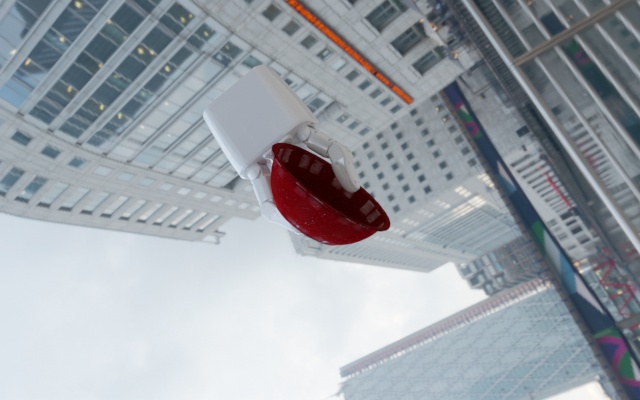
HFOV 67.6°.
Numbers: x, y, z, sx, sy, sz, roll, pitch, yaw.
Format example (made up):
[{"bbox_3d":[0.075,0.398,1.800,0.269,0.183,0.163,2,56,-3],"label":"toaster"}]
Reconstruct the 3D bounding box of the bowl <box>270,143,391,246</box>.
[{"bbox_3d":[0.001,0.003,0.549,0.162,0.055,0.162,32,17,-11],"label":"bowl"}]
